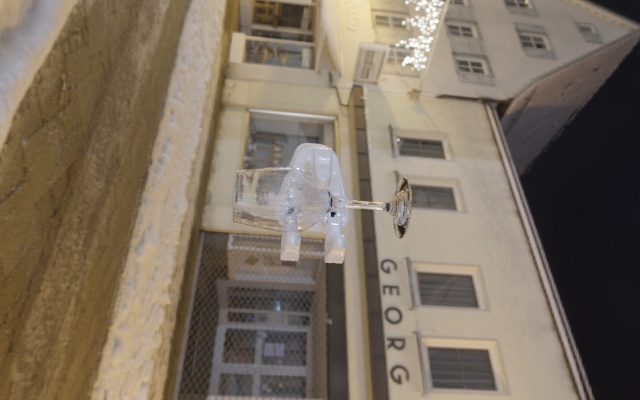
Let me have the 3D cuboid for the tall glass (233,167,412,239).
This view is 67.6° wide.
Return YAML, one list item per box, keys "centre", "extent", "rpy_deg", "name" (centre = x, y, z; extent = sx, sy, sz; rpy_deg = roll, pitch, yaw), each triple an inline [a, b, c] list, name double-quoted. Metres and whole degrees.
- centre: [0.001, 0.002, 0.566]
  extent: [0.201, 0.079, 0.079]
  rpy_deg: [4, -1, -6]
  name: "tall glass"
